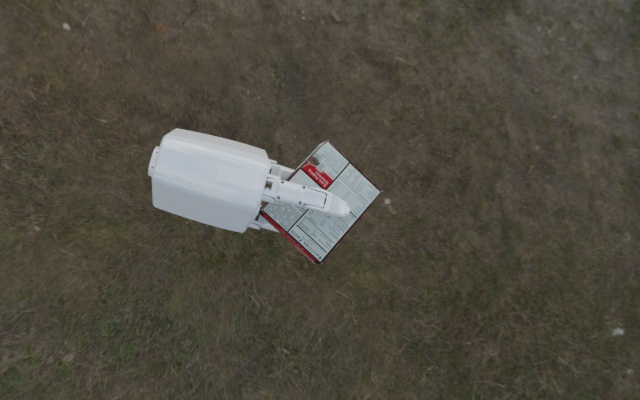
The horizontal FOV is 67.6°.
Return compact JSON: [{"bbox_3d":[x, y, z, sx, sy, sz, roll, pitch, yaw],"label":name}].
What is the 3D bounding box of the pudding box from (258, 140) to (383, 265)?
[{"bbox_3d":[0.000,0.002,0.535,0.090,0.113,0.039,43,-11,-6],"label":"pudding box"}]
